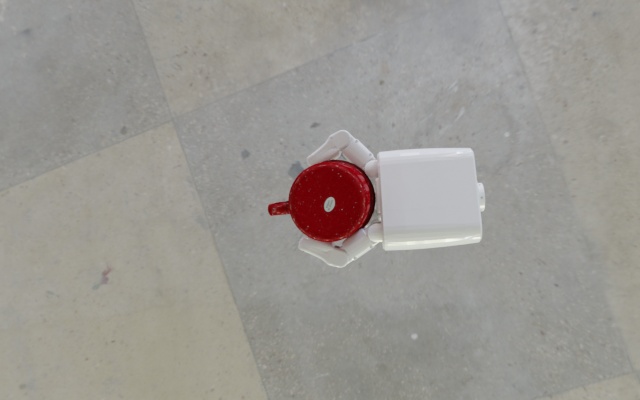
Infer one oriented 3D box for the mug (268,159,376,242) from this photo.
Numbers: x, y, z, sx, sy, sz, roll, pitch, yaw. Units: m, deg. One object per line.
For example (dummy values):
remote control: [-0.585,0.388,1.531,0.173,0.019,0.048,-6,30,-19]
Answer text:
mug: [-0.001,0.002,0.516,0.117,0.093,0.081,-6,1,8]
